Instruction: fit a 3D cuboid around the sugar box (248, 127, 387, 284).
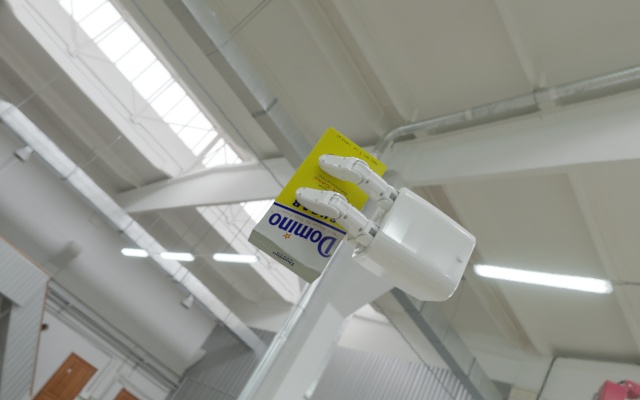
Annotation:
[{"bbox_3d":[0.000,0.002,0.577,0.093,0.176,0.048,34,-31,-1],"label":"sugar box"}]
